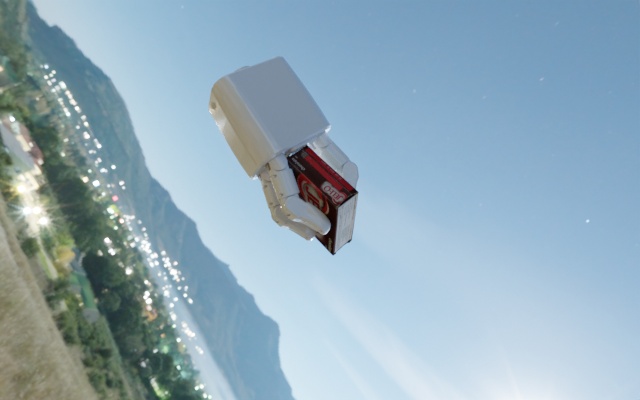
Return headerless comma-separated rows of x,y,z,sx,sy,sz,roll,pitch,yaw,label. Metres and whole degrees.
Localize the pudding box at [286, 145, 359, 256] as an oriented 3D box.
0.000,0.002,0.573,0.039,0.090,0.114,-35,-27,-20,pudding box
